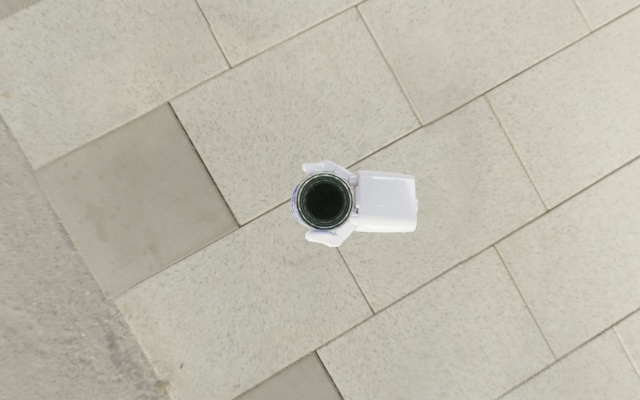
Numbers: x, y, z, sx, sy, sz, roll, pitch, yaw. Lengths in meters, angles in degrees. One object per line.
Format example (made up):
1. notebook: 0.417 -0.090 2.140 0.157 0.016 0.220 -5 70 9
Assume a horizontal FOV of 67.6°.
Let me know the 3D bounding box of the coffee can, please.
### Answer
1. coffee can: 0.000 0.003 0.872 0.103 0.103 0.140 0 -1 -6
